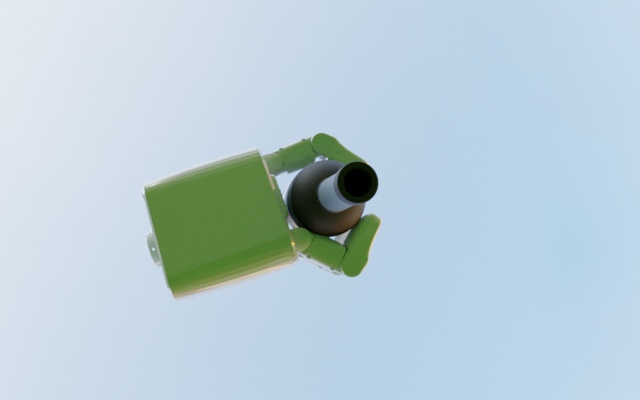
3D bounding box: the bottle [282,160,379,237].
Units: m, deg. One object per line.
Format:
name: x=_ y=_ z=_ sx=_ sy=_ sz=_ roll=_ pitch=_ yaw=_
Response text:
bottle: x=0.000 y=0.001 z=0.445 sx=0.069 sy=0.069 sz=0.296 roll=0 pitch=-5 yaw=-9
